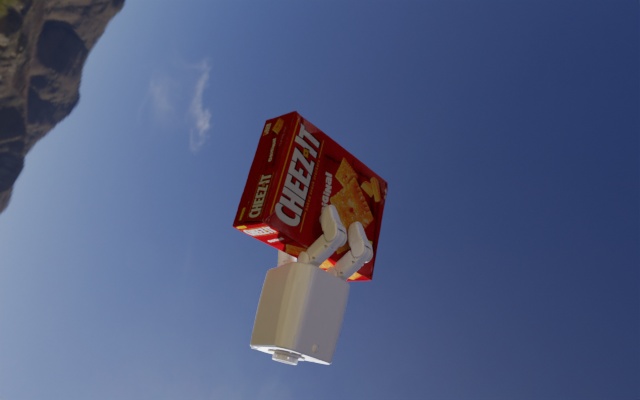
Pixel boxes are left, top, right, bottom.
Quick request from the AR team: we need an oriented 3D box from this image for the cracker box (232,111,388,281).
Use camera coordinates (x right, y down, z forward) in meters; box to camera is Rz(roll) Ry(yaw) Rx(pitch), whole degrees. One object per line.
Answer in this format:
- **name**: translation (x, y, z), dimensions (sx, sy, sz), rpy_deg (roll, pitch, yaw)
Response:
- **cracker box**: translation (0.000, 0.002, 0.670), dimensions (0.072, 0.164, 0.214), rpy_deg (-10, -33, 43)
